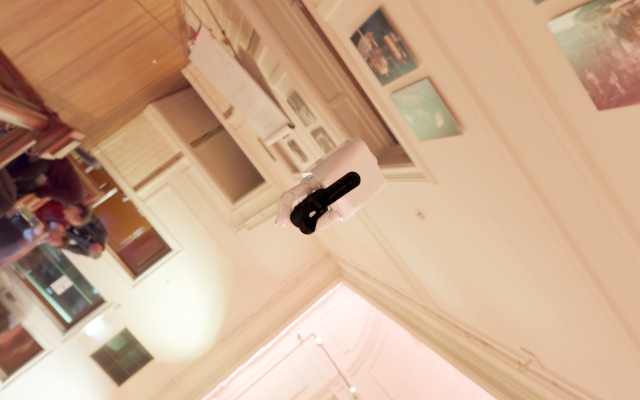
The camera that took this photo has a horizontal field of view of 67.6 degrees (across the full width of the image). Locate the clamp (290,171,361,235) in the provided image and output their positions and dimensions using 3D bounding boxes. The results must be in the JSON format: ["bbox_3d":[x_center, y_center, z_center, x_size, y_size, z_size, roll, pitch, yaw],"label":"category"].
[{"bbox_3d":[0.000,0.003,0.748,0.120,0.039,0.171,-38,10,-10],"label":"clamp"}]
